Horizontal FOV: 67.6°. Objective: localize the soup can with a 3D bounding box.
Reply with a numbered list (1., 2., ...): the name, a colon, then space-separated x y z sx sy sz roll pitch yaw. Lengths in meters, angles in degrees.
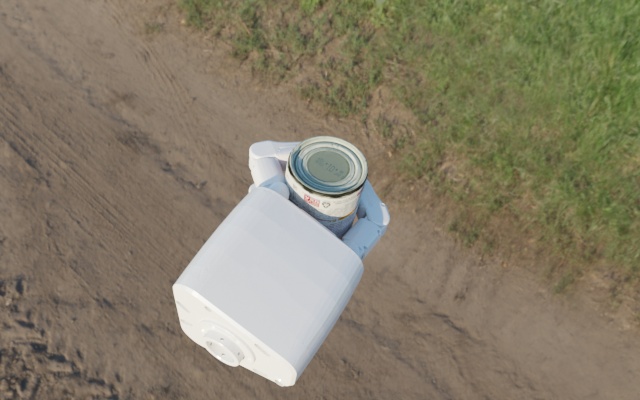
1. soup can: 0.000 0.001 0.425 0.068 0.068 0.102 0 -38 -9
